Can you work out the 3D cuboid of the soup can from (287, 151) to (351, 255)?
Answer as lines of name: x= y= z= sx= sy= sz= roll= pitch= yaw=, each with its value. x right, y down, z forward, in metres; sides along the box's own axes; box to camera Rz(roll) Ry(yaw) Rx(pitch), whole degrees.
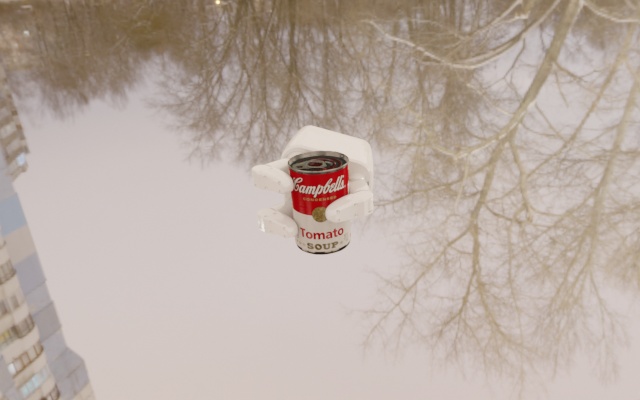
soup can: x=0.000 y=0.002 z=0.546 sx=0.068 sy=0.102 sz=0.068 roll=-3 pitch=24 yaw=1
